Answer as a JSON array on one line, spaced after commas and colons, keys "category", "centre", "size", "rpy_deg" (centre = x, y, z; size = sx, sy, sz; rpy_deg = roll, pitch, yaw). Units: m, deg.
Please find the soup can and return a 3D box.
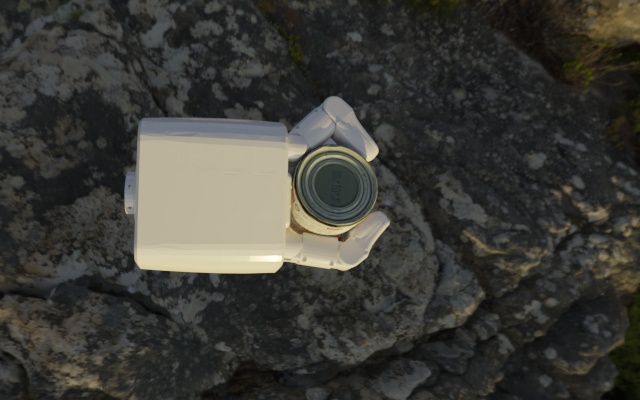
[{"category": "soup can", "centre": [0.001, 0.001, 0.406], "size": [0.068, 0.068, 0.102], "rpy_deg": [0, -16, -15]}]
